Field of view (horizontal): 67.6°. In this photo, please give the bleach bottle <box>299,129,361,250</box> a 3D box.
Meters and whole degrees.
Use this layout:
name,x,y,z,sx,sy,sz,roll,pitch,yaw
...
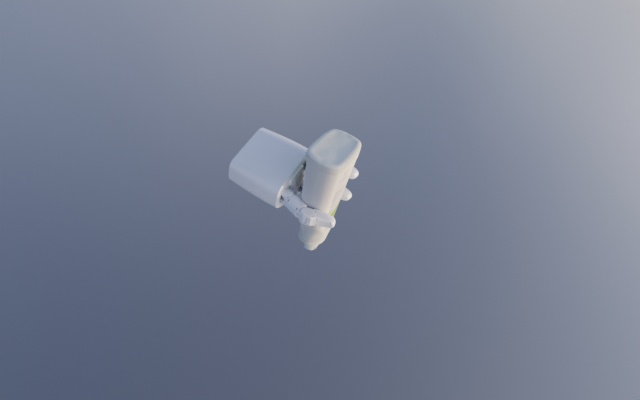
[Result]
name,x,y,z,sx,sy,sz,roll,pitch,yaw
bleach bottle,0.000,0.003,0.828,0.068,0.251,0.102,29,46,14
